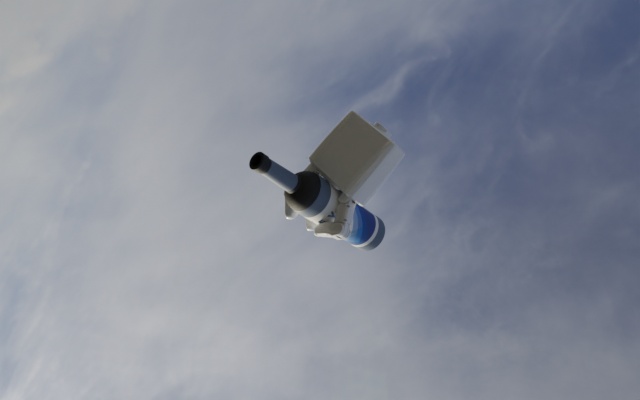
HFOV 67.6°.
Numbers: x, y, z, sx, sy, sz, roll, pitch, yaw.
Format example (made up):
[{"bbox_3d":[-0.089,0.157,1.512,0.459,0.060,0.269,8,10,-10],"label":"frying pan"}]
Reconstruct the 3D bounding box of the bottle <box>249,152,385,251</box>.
[{"bbox_3d":[0.000,0.003,0.748,0.069,0.069,0.296,0,-23,40],"label":"bottle"}]
